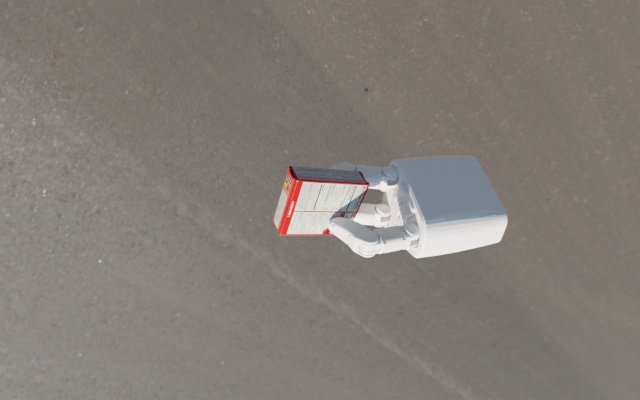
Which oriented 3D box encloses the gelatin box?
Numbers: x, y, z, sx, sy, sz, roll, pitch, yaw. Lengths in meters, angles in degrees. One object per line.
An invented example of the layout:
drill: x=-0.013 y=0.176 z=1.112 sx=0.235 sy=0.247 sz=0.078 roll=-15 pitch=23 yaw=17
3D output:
gelatin box: x=0.000 y=0.002 z=0.521 sx=0.089 sy=0.073 sz=0.030 roll=1 pitch=36 yaw=-27
